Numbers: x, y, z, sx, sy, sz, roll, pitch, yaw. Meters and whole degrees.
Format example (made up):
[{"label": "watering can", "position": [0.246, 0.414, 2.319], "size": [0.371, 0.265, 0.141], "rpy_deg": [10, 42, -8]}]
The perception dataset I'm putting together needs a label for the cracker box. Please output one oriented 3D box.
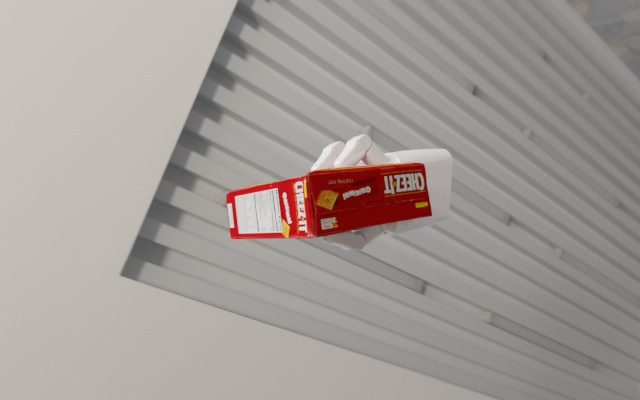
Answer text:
[{"label": "cracker box", "position": [0.000, 0.002, 0.589], "size": [0.164, 0.072, 0.214], "rpy_deg": [-8, 0, -33]}]
